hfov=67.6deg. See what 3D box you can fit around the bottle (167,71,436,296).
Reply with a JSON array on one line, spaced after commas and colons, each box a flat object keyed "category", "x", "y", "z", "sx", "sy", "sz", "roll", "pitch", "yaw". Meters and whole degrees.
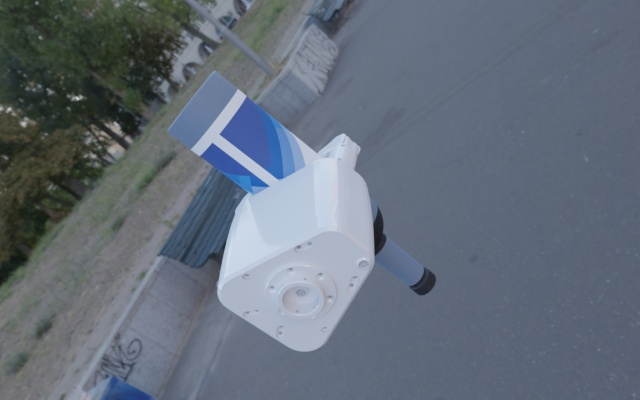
[{"category": "bottle", "x": 0.000, "y": 0.001, "z": 0.451, "sx": 0.296, "sy": 0.069, "sz": 0.069, "roll": 38, "pitch": -14, "yaw": -18}]
